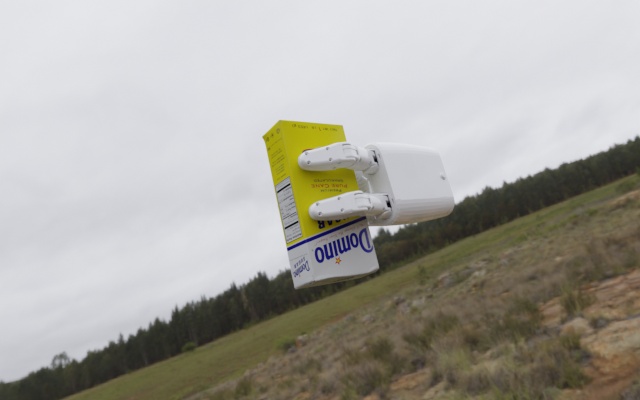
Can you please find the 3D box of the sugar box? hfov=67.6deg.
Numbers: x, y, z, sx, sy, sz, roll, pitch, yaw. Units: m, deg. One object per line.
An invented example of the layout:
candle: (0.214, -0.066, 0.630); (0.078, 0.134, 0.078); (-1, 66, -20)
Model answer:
sugar box: (0.000, 0.001, 0.524); (0.093, 0.176, 0.048); (-3, -19, -38)
